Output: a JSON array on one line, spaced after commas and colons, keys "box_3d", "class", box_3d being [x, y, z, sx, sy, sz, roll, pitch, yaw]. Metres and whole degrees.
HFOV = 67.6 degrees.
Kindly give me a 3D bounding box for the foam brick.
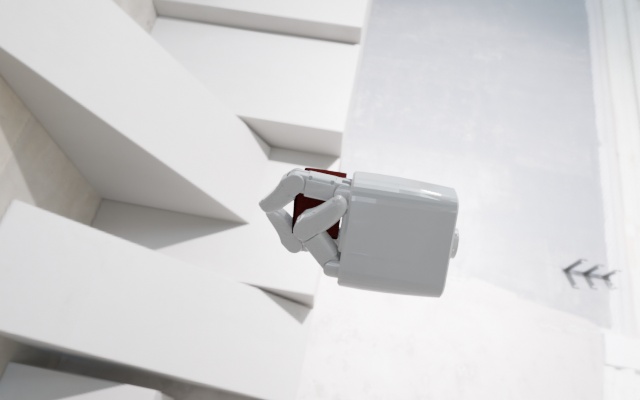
[{"box_3d": [0.000, 0.002, 0.538, 0.051, 0.053, 0.078, 7, 24, 4], "class": "foam brick"}]
